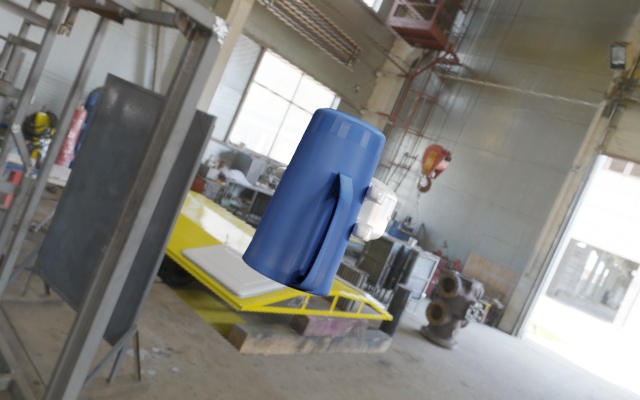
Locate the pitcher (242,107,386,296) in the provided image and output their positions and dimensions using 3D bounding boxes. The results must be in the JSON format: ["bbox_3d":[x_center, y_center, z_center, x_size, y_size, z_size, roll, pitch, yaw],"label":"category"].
[{"bbox_3d":[0.000,0.002,0.658,0.149,0.243,0.145,25,3,27],"label":"pitcher"}]
